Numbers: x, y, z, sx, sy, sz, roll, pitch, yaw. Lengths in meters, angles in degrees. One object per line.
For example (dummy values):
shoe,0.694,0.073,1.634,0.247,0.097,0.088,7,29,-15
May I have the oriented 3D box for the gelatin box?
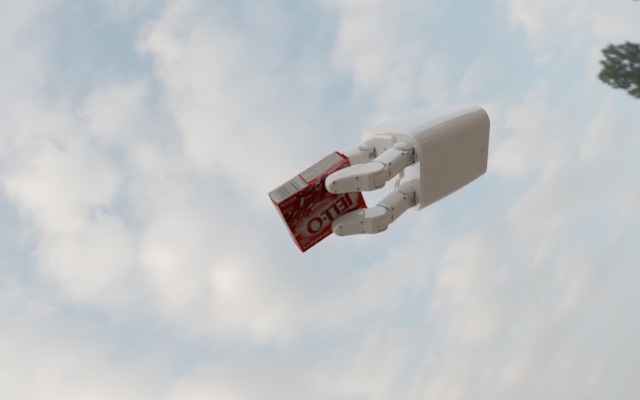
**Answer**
gelatin box,0.000,0.002,0.504,0.089,0.073,0.030,-32,38,-10
